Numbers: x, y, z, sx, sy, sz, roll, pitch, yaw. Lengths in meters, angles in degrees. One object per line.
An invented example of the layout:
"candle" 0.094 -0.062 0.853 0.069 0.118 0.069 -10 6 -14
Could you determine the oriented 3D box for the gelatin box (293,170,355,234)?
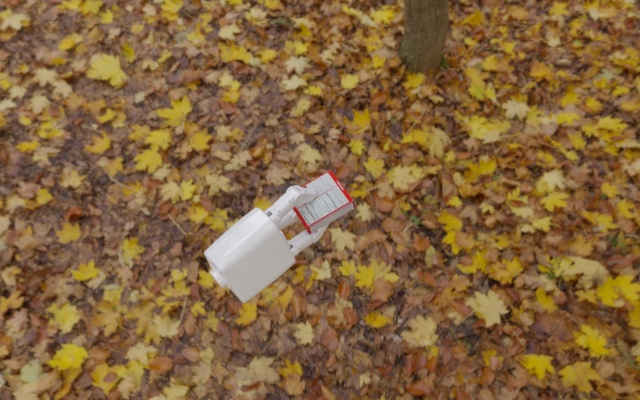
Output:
"gelatin box" 0.000 0.002 0.781 0.089 0.073 0.030 -31 -31 -7
